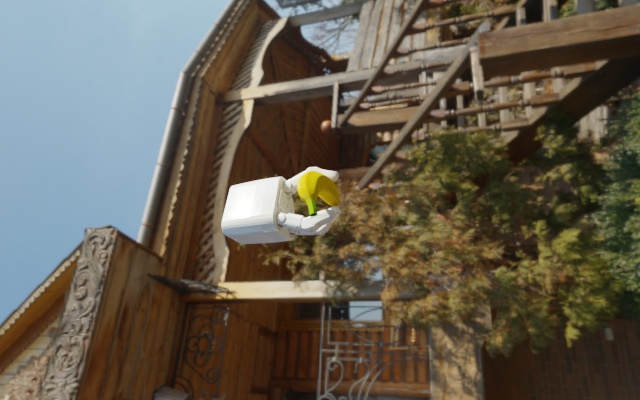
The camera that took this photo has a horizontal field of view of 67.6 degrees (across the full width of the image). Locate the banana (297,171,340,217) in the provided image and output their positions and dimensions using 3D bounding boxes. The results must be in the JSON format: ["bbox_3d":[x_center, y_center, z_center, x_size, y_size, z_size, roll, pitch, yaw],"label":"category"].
[{"bbox_3d":[-0.004,-0.015,0.792,0.037,0.069,0.198,-10,2,15],"label":"banana"}]
